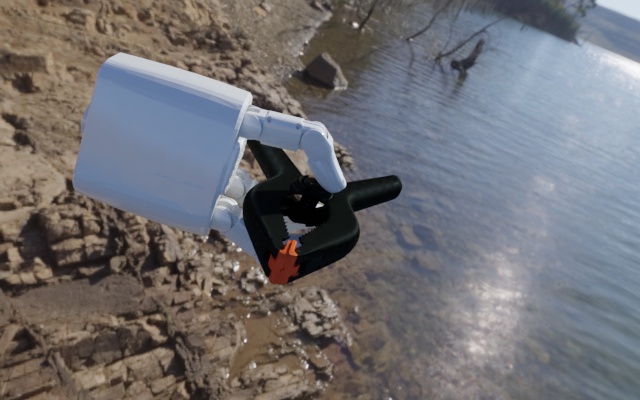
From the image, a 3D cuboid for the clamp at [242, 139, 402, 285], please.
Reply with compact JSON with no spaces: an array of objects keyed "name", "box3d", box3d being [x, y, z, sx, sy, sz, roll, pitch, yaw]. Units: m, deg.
[{"name":"clamp","box3d":[0.000,0.001,0.406,0.164,0.036,0.209,17,28,-6]}]
